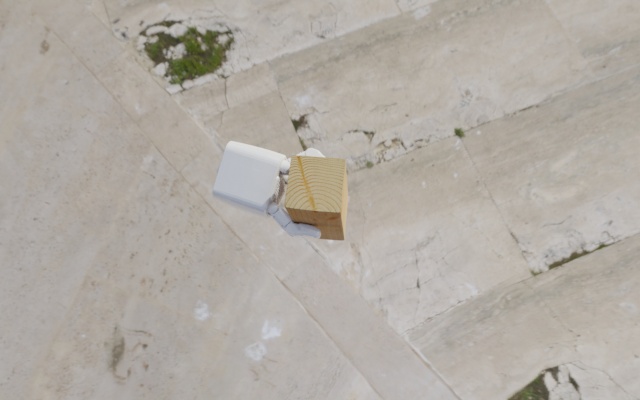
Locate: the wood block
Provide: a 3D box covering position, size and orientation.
[{"bbox_3d":[0.000,0.003,0.841,0.090,0.090,0.206,5,-16,6],"label":"wood block"}]
